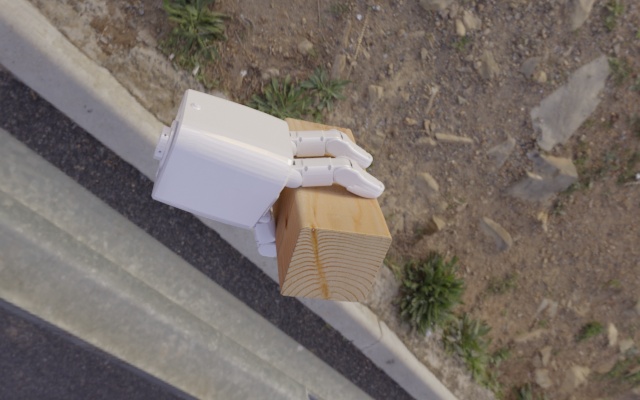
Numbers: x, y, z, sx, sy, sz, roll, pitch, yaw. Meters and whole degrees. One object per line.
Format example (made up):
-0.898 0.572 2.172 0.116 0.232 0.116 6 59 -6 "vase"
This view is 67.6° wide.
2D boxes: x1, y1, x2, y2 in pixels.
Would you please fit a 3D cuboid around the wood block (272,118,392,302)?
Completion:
0.000 0.002 0.529 0.090 0.091 0.206 8 36 -15 "wood block"
